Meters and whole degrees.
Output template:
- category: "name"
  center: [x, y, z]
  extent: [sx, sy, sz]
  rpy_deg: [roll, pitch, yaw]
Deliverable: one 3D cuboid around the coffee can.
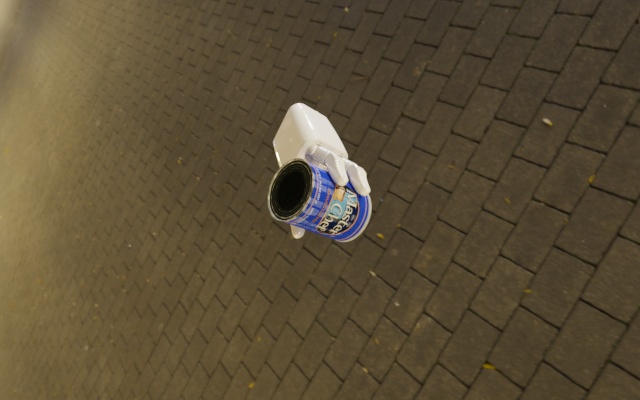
- category: "coffee can"
  center: [0.000, 0.003, 0.776]
  extent: [0.103, 0.102, 0.140]
  rpy_deg: [0, -16, 46]
